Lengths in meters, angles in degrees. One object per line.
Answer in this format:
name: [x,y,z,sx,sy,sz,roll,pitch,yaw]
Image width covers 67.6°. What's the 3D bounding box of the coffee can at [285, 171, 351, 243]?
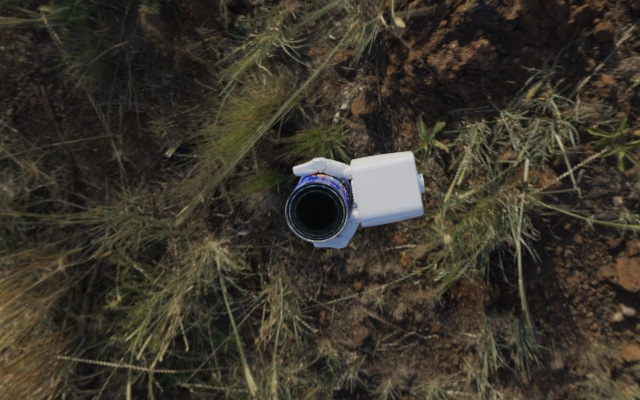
coffee can: [0.000,0.003,0.833,0.103,0.103,0.140,0,14,6]
